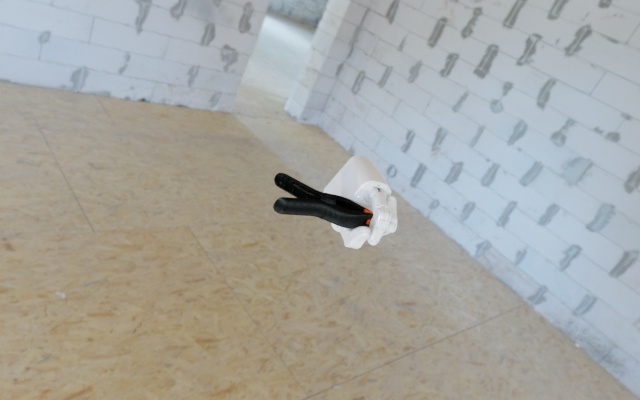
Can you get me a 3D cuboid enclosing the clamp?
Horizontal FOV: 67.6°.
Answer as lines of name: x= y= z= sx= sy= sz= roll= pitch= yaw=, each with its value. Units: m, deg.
clamp: x=0.001 y=0.002 z=0.758 sx=0.171 sy=0.039 sz=0.120 roll=16 pitch=28 yaw=-21
